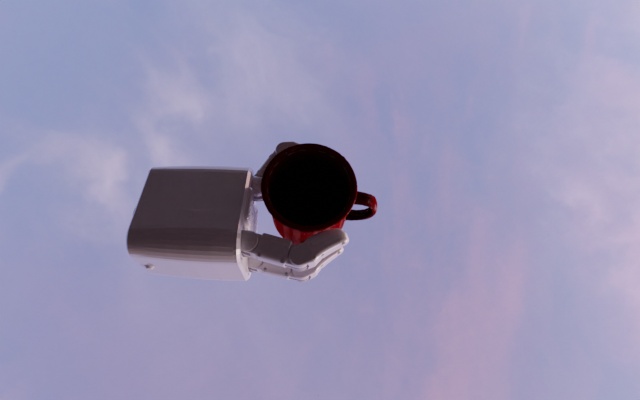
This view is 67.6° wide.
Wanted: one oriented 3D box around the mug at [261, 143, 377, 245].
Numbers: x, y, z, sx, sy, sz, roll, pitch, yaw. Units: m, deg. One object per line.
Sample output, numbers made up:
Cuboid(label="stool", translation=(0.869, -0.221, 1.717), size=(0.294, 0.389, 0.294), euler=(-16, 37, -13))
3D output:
Cuboid(label="mug", translation=(0.002, 0.002, 0.495), size=(0.117, 0.093, 0.081), euler=(5, -22, 0))
